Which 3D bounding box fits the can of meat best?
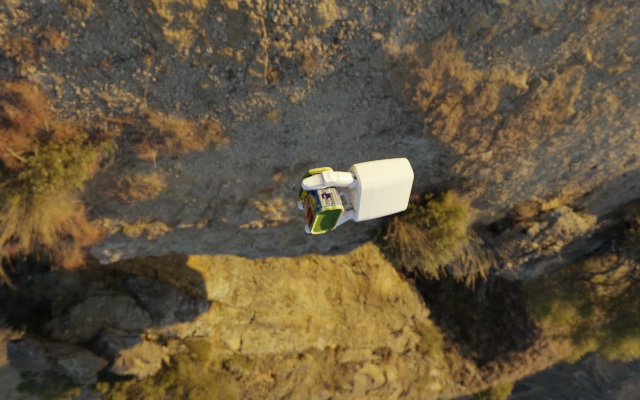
[{"bbox_3d":[0.000,0.003,0.879,0.057,0.084,0.102,-9,-27,-17],"label":"can of meat"}]
